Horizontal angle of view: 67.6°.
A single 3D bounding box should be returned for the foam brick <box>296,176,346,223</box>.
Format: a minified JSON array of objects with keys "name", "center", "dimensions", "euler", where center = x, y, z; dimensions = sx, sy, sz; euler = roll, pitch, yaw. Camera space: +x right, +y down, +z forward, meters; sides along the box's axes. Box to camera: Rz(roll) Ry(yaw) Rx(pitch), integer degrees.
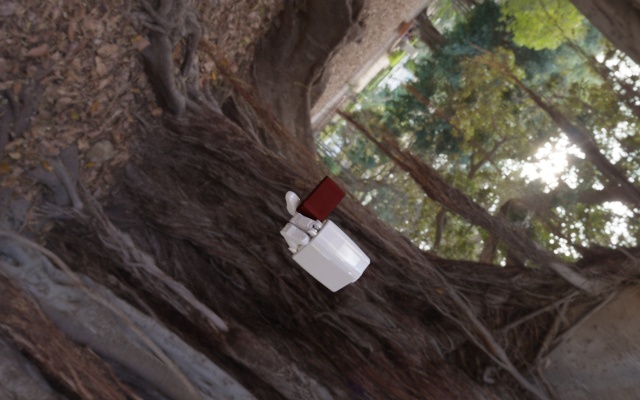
[{"name":"foam brick","center":[0.000,0.003,0.893],"dimensions":[0.051,0.078,0.053],"euler":[42,-21,-3]}]
